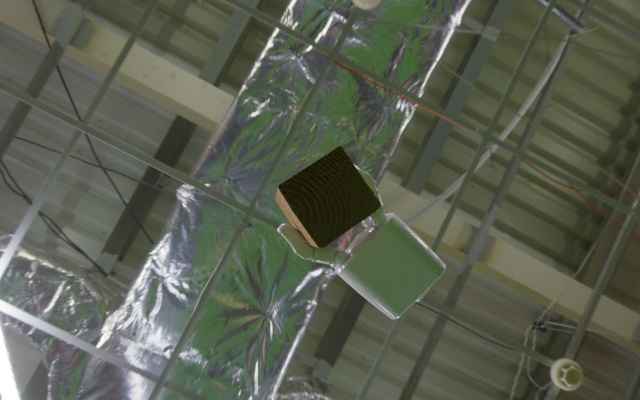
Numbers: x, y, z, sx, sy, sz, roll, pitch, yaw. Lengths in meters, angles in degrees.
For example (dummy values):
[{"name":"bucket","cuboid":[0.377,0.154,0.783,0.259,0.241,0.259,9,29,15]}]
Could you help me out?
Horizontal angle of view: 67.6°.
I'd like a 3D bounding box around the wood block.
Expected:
[{"name":"wood block","cuboid":[0.000,0.003,0.647,0.091,0.090,0.206,-34,0,-8]}]
